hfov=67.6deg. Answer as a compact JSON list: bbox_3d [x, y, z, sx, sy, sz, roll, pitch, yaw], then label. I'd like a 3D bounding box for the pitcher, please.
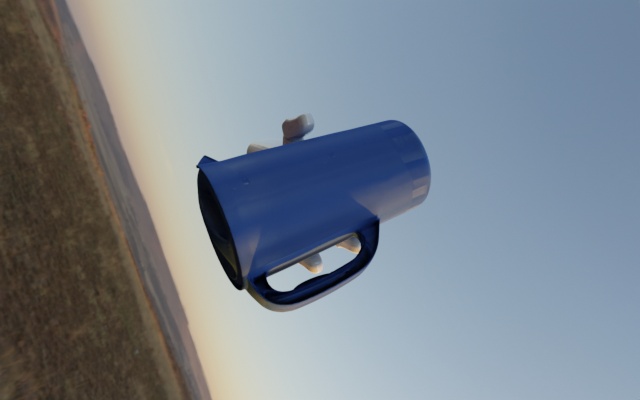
[{"bbox_3d":[0.000,0.002,0.516,0.243,0.149,0.145,-20,20,-21],"label":"pitcher"}]
